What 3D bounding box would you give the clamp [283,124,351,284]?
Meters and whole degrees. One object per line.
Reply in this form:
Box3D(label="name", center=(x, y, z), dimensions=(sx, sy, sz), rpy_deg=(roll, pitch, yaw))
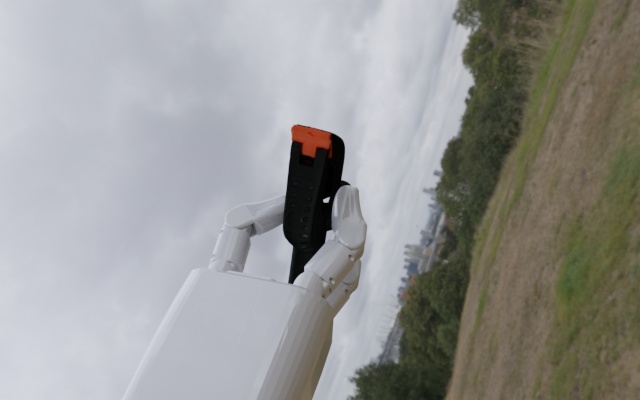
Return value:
Box3D(label="clamp", center=(-0.001, 0.001, 0.406), dimensions=(0.036, 0.164, 0.210), rpy_deg=(14, -35, 10))
